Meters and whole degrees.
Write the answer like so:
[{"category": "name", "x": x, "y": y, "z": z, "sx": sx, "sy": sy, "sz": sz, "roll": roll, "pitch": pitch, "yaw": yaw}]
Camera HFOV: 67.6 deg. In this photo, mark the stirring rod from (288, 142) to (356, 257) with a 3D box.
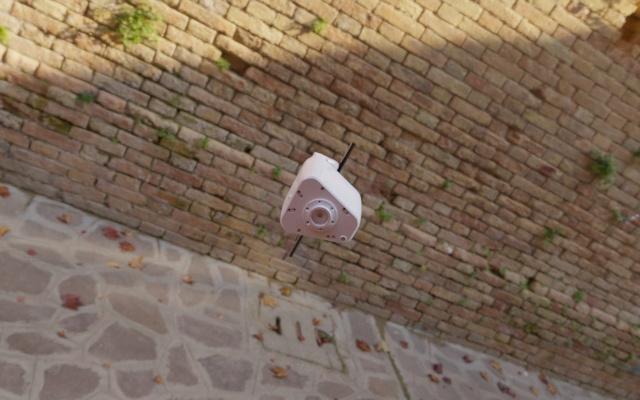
[{"category": "stirring rod", "x": 0.000, "y": 0.003, "z": 0.848, "sx": 0.011, "sy": 0.239, "sz": 0.011, "roll": 26, "pitch": 18, "yaw": -9}]
